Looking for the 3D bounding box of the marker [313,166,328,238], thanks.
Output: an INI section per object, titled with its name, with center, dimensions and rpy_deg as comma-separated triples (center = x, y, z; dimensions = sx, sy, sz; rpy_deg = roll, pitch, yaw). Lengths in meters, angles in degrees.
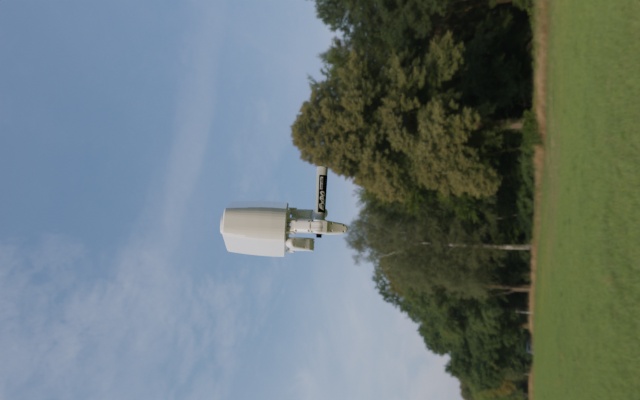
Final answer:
[marker]
center = 0.000, 0.003, 0.808
dimensions = 0.020, 0.121, 0.020
rpy_deg = 3, -8, 0
